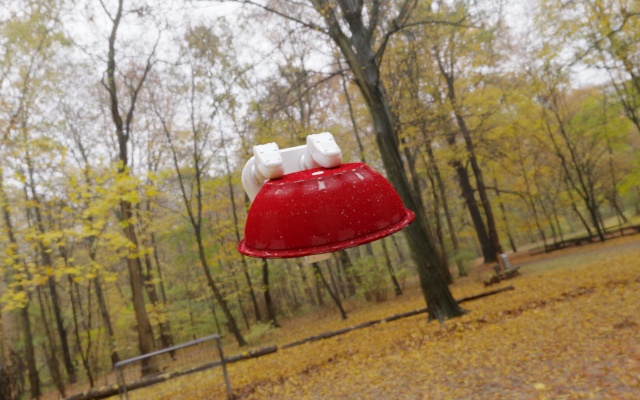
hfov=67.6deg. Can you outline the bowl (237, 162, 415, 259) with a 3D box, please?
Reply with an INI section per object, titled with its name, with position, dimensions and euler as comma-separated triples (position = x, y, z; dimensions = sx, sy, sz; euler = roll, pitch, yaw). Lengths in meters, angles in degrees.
[bowl]
position = 0.001, 0.001, 0.428
dimensions = 0.162, 0.055, 0.162
euler = -10, 9, 2
